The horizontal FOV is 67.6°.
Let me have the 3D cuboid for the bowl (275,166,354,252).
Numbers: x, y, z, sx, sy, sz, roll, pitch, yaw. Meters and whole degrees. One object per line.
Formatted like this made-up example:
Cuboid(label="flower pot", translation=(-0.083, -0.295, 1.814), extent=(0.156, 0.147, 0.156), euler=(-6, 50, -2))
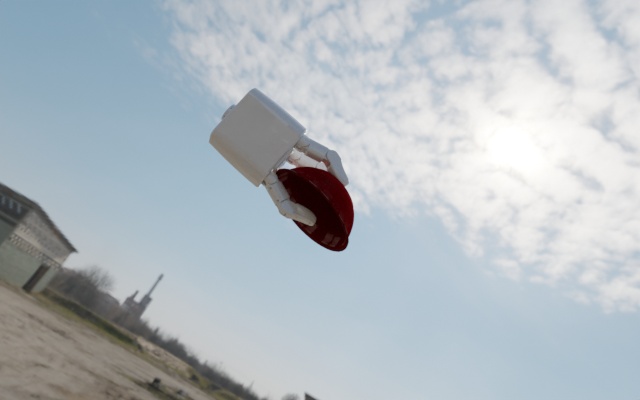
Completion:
Cuboid(label="bowl", translation=(0.001, 0.003, 0.752), extent=(0.055, 0.162, 0.162), euler=(-40, 20, -25))
